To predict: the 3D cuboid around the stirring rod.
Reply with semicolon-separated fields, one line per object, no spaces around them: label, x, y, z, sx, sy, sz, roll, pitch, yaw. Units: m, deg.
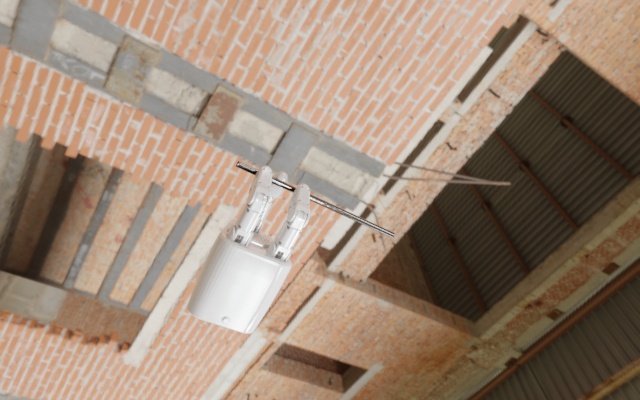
stirring rod;0.000;0.002;0.628;0.239;0.011;0.011;25;-10;-21
